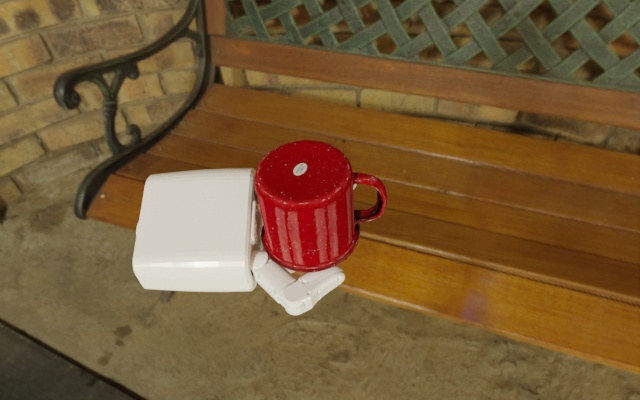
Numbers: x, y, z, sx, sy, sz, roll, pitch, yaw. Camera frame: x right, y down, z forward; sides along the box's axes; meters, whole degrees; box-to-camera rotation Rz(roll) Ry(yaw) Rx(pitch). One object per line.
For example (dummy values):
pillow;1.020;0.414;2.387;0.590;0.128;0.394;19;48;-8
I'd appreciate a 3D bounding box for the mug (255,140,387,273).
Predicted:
mug;0.002;0.001;0.418;0.117;0.093;0.082;-3;-43;2
